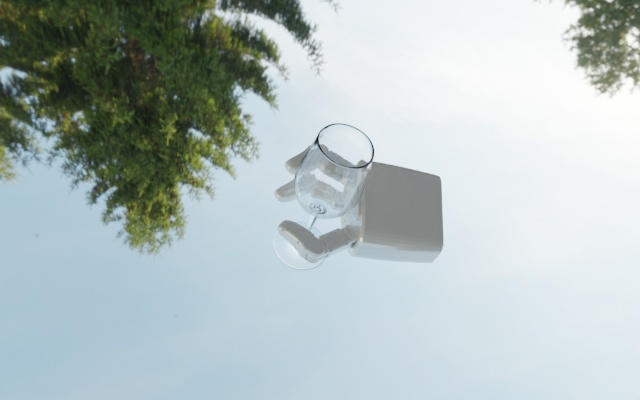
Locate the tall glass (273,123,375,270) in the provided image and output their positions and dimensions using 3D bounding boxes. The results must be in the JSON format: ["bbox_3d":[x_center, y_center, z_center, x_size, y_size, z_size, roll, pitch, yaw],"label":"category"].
[{"bbox_3d":[0.000,0.002,0.559,0.079,0.079,0.201,0,-36,-19],"label":"tall glass"}]
